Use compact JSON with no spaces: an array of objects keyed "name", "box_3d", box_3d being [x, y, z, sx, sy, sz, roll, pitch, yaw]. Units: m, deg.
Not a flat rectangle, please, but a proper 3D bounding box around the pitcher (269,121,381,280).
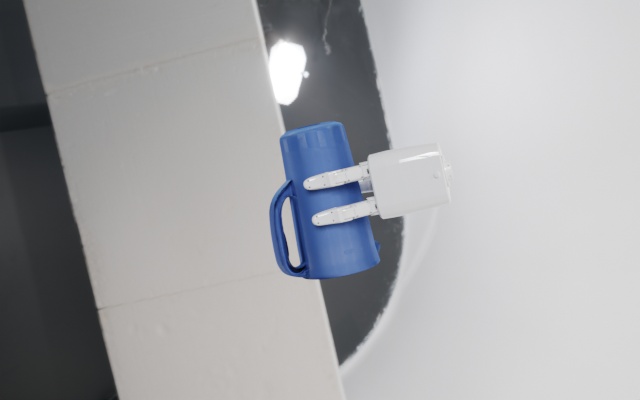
[{"name":"pitcher","box_3d":[0.000,0.003,0.777,0.145,0.243,0.149,-12,3,18]}]
